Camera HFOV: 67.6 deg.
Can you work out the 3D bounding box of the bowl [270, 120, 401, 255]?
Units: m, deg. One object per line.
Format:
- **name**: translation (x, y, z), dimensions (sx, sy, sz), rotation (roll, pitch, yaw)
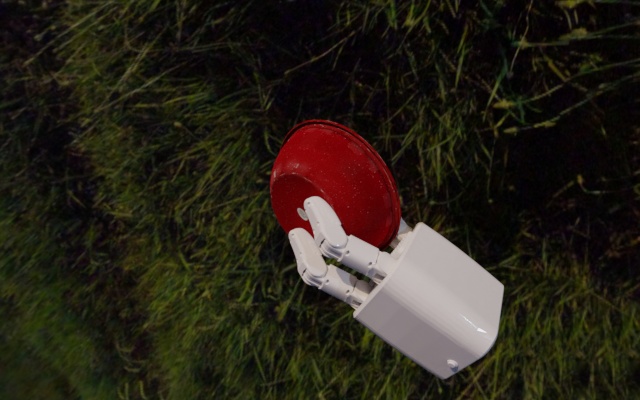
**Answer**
- **bowl**: translation (-0.001, 0.001, 0.494), dimensions (0.162, 0.162, 0.055), rotation (0, 27, 45)
